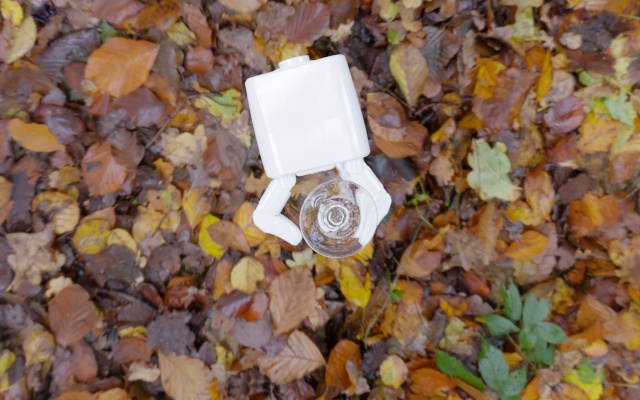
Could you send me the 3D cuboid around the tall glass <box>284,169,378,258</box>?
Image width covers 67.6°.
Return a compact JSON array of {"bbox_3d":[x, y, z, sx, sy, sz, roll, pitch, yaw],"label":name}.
[{"bbox_3d":[0.000,0.002,0.538,0.079,0.079,0.201,0,9,-10],"label":"tall glass"}]
